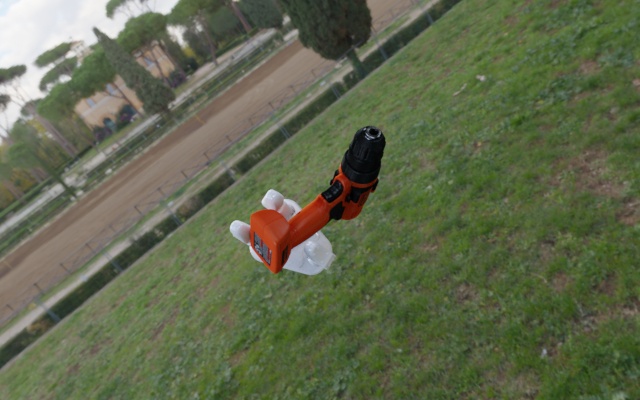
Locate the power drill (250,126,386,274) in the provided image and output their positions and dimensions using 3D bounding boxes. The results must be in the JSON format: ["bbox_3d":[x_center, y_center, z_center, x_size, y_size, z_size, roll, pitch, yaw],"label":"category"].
[{"bbox_3d":[0.000,0.002,0.609,0.187,0.057,0.185,-33,-23,-25],"label":"power drill"}]
